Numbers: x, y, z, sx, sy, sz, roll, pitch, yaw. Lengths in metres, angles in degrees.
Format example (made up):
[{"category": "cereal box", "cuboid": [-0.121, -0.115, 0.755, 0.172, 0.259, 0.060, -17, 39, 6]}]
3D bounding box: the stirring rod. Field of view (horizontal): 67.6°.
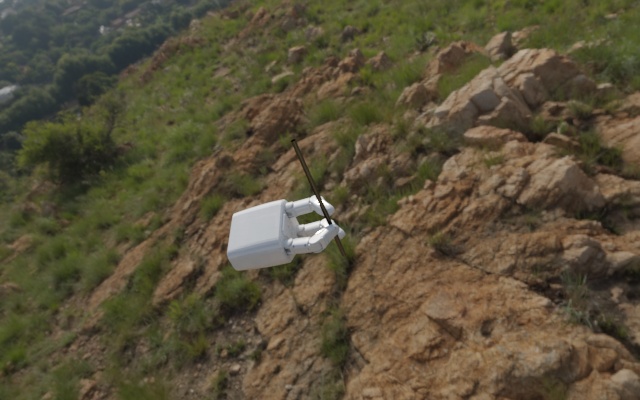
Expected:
[{"category": "stirring rod", "cuboid": [0.000, 0.003, 0.789, 0.011, 0.240, 0.011, -17, 32, 11]}]
